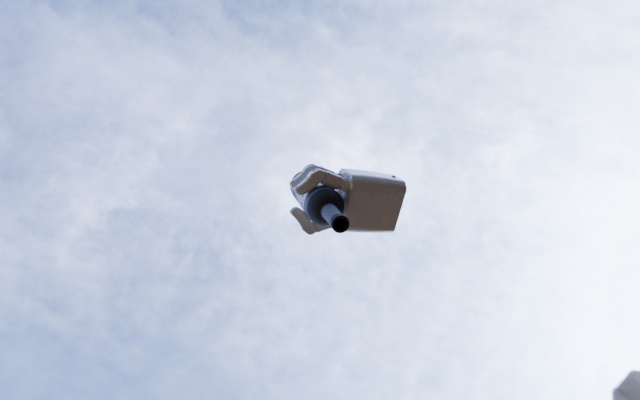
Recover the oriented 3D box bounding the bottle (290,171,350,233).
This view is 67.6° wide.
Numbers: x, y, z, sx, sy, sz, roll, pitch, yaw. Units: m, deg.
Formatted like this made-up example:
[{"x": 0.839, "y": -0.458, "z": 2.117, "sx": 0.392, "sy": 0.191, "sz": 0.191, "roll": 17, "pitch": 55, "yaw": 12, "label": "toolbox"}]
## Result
[{"x": 0.000, "y": 0.003, "z": 0.847, "sx": 0.069, "sy": 0.069, "sz": 0.295, "roll": 0, "pitch": 13, "yaw": -12, "label": "bottle"}]
